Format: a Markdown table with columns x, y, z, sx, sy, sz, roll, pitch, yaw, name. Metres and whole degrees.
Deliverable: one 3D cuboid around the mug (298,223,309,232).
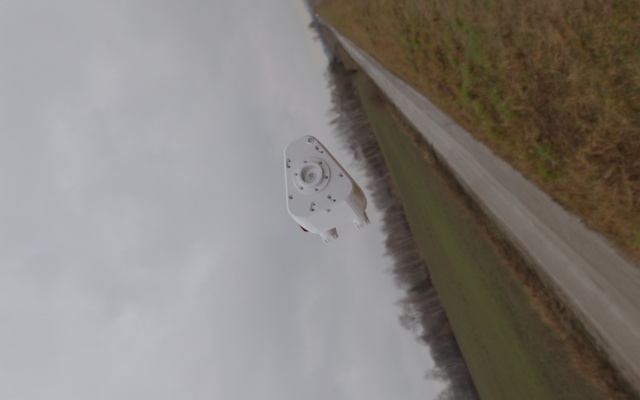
| x | y | z | sx | sy | sz | roll | pitch | yaw | name |
| --- | --- | --- | --- | --- | --- | --- | --- | --- | --- |
| 0.000 | 0.003 | 0.776 | 0.081 | 0.093 | 0.117 | -22 | -17 | 6 | mug |
